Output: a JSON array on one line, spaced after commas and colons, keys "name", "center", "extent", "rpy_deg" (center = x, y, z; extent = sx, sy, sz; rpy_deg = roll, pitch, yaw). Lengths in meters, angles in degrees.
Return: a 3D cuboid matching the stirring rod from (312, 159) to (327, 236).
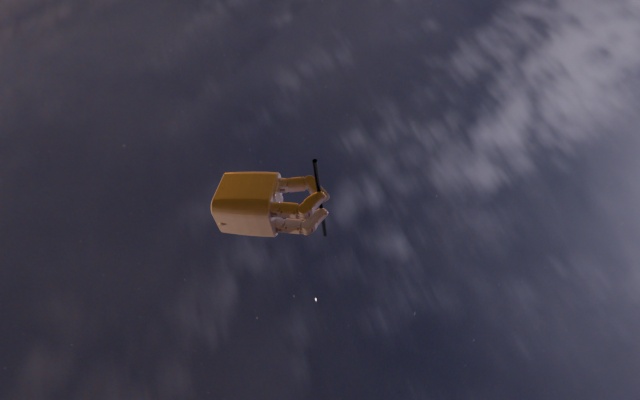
[{"name": "stirring rod", "center": [0.000, 0.003, 0.863], "extent": [0.011, 0.011, 0.240], "rpy_deg": [0, -33, 5]}]
